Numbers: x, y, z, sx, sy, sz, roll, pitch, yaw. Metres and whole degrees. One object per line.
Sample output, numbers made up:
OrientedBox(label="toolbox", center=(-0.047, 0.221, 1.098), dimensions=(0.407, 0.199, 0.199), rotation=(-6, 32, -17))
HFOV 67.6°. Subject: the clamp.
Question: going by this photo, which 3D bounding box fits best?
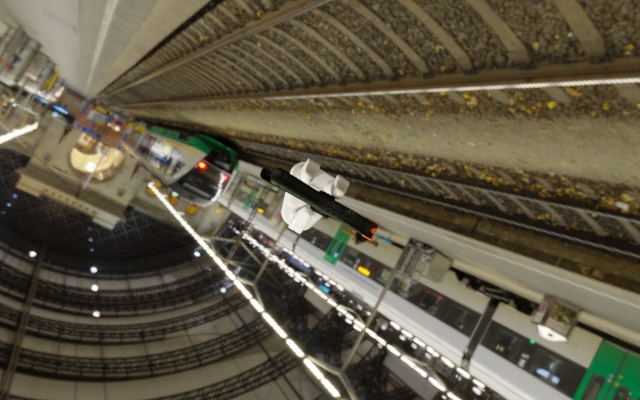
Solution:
OrientedBox(label="clamp", center=(0.000, 0.003, 0.740), dimensions=(0.210, 0.036, 0.164), rotation=(29, -1, -7))
